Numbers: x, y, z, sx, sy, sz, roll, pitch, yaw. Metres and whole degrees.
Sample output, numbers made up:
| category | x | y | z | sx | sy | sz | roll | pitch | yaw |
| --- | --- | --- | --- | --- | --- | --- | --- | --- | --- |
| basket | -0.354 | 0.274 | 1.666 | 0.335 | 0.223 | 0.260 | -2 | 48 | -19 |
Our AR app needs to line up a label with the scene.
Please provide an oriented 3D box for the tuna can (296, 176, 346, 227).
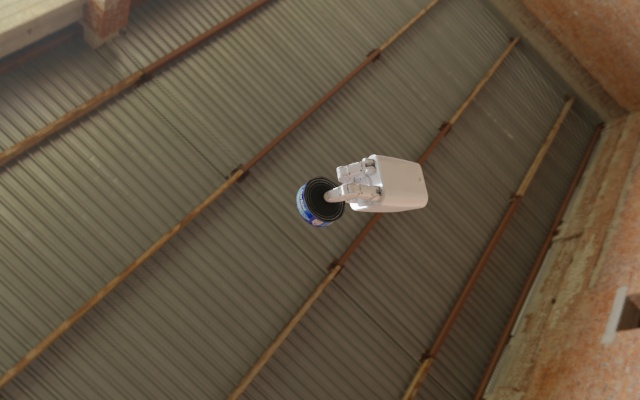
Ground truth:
| category | x | y | z | sx | sy | sz | roll | pitch | yaw |
| --- | --- | --- | --- | --- | --- | --- | --- | --- | --- |
| tuna can | 0.000 | 0.003 | 0.845 | 0.086 | 0.086 | 0.034 | 0 | -21 | -33 |
